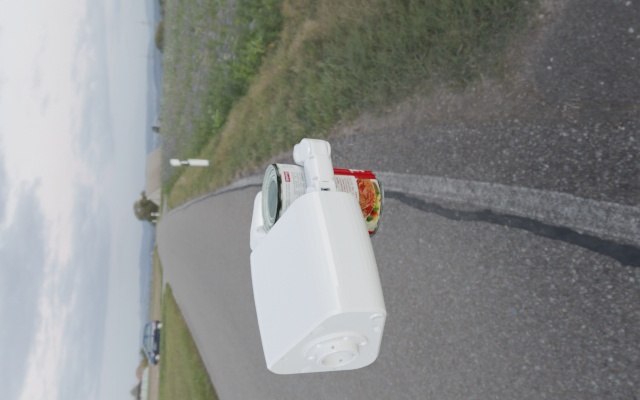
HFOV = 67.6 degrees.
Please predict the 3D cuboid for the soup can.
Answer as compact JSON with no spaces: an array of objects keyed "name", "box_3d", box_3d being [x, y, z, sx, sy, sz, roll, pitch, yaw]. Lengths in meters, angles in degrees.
[{"name":"soup can","box_3d":[0.000,0.001,0.457,0.102,0.068,0.068,3,-1,-19]}]
